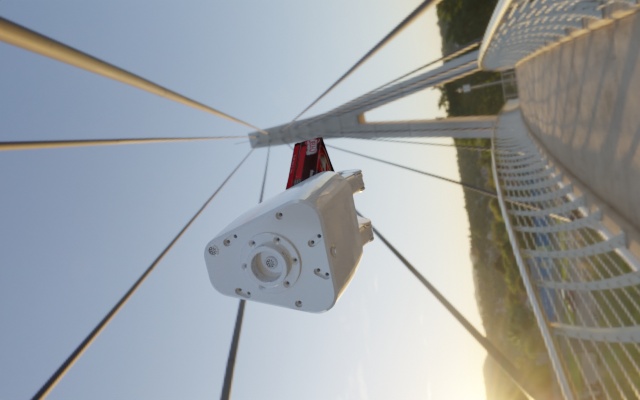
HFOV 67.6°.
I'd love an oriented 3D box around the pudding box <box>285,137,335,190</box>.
[{"bbox_3d":[0.000,0.002,0.523,0.039,0.114,0.090,-9,38,14],"label":"pudding box"}]
